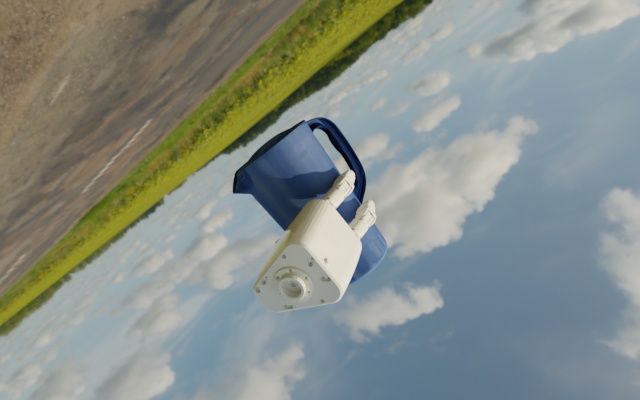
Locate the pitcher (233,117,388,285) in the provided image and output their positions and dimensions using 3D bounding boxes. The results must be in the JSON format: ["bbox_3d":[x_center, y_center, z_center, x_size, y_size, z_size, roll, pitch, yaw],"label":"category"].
[{"bbox_3d":[0.000,0.002,0.727,0.149,0.243,0.145,-33,13,24],"label":"pitcher"}]
